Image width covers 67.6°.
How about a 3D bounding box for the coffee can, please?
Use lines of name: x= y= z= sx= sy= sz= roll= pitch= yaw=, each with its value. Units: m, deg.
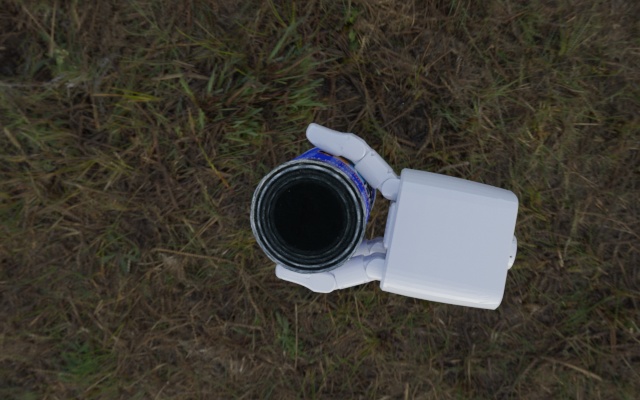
coffee can: x=0.000 y=0.001 z=0.476 sx=0.103 sy=0.103 sz=0.140 roll=0 pitch=11 yaw=10
